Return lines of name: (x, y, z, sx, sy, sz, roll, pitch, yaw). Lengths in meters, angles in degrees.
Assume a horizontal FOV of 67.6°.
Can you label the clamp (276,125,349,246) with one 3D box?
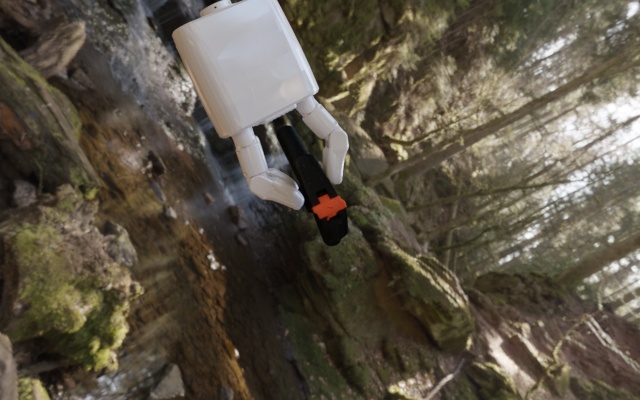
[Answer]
clamp: (0.001, 0.001, 0.524, 0.036, 0.164, 0.210, -25, 16, -3)
